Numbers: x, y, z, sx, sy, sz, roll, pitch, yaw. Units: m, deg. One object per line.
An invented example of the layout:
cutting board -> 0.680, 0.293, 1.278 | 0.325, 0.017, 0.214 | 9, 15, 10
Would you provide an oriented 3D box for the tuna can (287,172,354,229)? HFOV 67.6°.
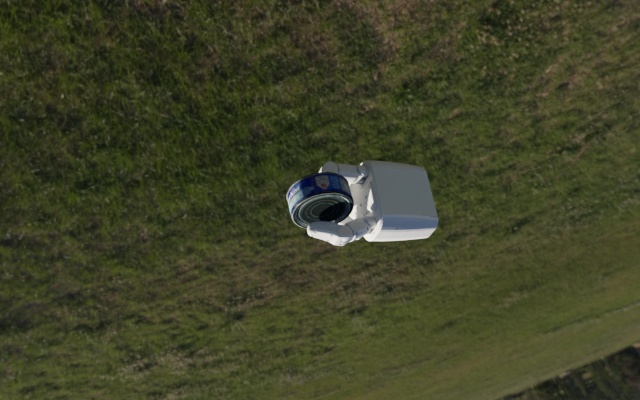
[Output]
tuna can -> 0.000, 0.003, 0.629 | 0.086, 0.033, 0.086 | -10, -34, -7
